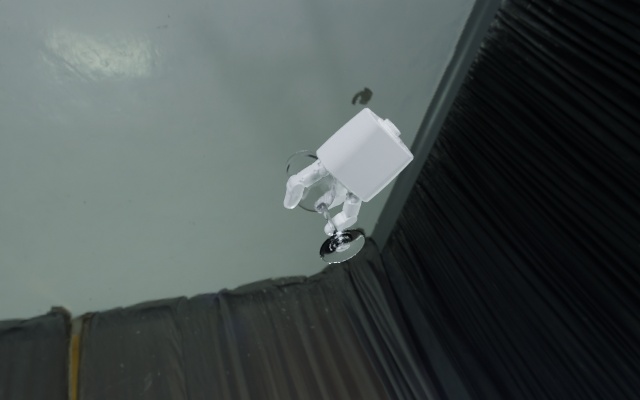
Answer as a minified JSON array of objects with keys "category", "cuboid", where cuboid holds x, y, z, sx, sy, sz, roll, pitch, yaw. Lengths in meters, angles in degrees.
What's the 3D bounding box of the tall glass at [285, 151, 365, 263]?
[{"category":"tall glass","cuboid":[0.000,0.003,0.788,0.079,0.079,0.201,0,43,-28]}]
